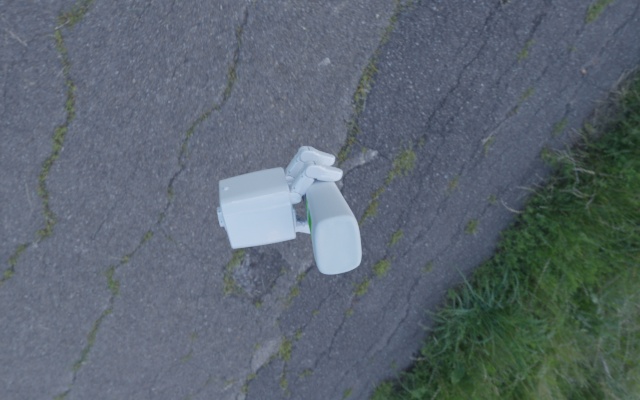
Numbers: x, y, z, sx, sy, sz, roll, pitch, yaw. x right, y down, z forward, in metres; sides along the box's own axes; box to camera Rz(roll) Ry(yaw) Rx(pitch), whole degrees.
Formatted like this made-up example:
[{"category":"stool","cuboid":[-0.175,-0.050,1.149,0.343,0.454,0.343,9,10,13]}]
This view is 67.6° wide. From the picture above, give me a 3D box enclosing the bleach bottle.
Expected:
[{"category":"bleach bottle","cuboid":[0.000,0.002,0.770,0.068,0.103,0.250,-11,31,-7]}]
